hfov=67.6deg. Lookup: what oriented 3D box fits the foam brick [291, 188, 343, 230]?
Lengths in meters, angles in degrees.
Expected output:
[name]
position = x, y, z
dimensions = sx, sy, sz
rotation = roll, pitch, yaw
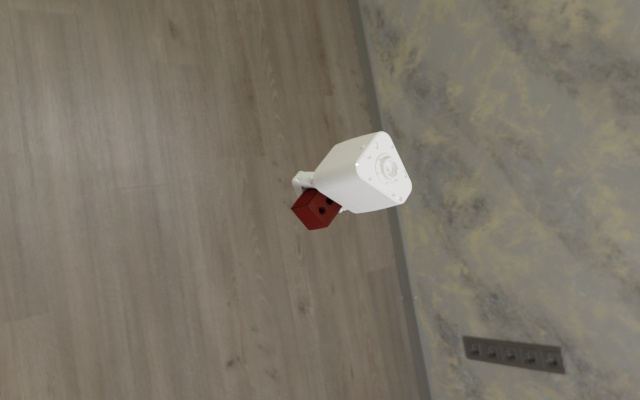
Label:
[foam brick]
position = 0.000, 0.003, 0.789
dimensions = 0.053, 0.078, 0.051
rotation = 48, -31, -21
